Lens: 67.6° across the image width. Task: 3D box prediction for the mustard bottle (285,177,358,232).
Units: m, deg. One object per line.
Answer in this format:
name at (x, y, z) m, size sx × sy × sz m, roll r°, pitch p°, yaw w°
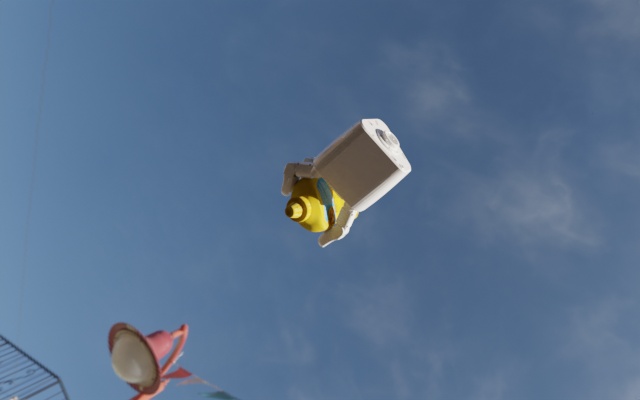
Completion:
mustard bottle at (0.000, 0.003, 0.809) m, size 0.058 × 0.096 × 0.191 m, roll -11°, pitch 3°, yaw 31°
